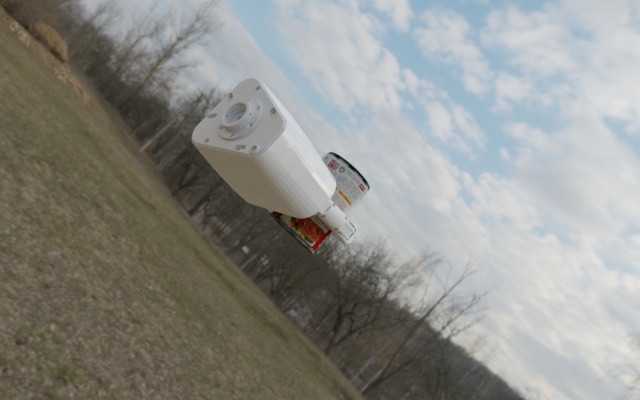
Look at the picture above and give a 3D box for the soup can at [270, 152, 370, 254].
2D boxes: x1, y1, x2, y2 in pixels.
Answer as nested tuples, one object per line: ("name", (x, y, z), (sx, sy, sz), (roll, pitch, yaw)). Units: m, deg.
("soup can", (0.001, 0.002, 0.557), (0.068, 0.102, 0.068), (41, -8, 7))
